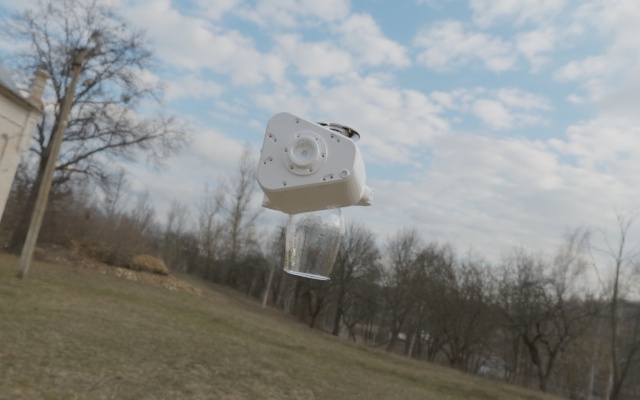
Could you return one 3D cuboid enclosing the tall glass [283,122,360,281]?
[{"bbox_3d":[0.000,0.001,0.637,0.079,0.201,0.079,10,-11,2],"label":"tall glass"}]
